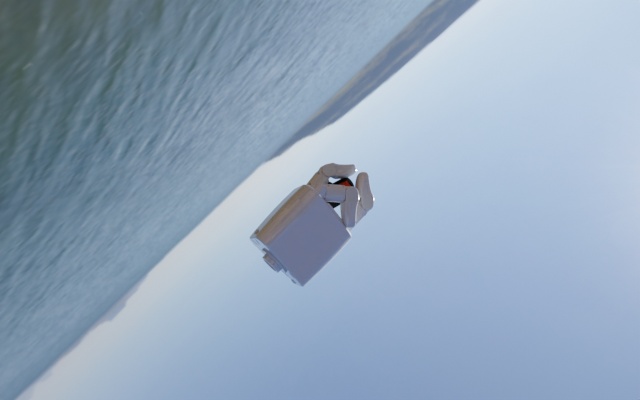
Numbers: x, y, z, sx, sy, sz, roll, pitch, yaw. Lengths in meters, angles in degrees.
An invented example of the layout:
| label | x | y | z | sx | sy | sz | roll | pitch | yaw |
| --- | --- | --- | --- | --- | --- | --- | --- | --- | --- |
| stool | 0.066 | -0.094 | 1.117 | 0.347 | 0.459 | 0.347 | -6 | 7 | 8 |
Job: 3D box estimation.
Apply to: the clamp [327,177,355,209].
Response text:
| label | x | y | z | sx | sy | sz | roll | pitch | yaw |
| --- | --- | --- | --- | --- | --- | --- | --- | --- | --- |
| clamp | 0.001 | 0.003 | 0.794 | 0.120 | 0.039 | 0.171 | -46 | 8 | -15 |
